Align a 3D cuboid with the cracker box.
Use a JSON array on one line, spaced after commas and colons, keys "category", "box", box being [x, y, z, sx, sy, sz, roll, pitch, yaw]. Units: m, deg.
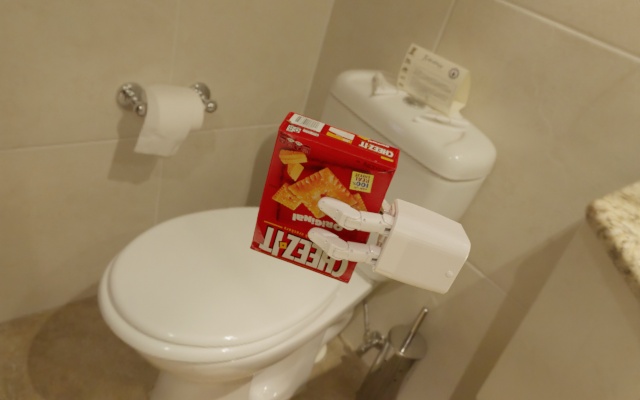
[{"category": "cracker box", "box": [0.000, 0.002, 0.689, 0.164, 0.214, 0.072, 20, 33, 2]}]
